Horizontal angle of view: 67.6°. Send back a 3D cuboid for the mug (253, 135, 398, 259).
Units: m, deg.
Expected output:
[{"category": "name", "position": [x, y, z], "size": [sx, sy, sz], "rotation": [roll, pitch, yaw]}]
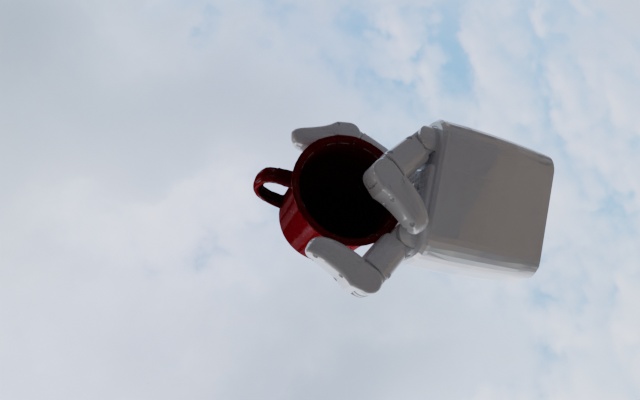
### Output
[{"category": "mug", "position": [-0.001, 0.001, 0.403], "size": [0.117, 0.093, 0.081], "rotation": [14, -24, -13]}]
